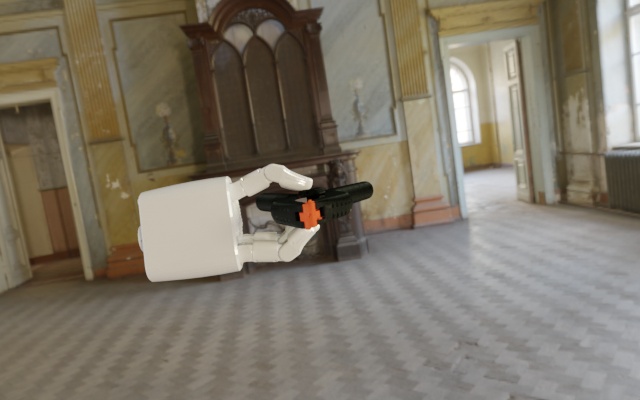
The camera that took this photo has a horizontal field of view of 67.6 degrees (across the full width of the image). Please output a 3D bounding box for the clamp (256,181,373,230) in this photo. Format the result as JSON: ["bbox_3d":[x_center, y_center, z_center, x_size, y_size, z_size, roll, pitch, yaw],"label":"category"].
[{"bbox_3d":[0.000,0.001,0.585,0.164,0.036,0.210,-9,6,-5],"label":"clamp"}]
